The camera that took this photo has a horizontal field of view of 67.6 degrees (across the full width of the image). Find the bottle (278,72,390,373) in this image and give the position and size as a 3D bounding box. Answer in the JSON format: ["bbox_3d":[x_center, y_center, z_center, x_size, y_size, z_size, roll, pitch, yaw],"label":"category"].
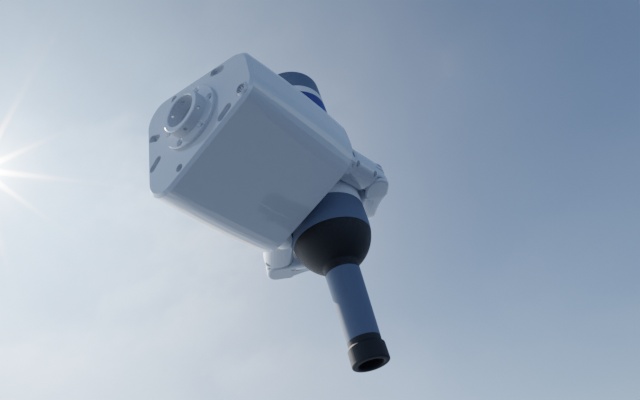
[{"bbox_3d":[0.000,0.001,0.415,0.069,0.295,0.069,-11,-39,-9],"label":"bottle"}]
